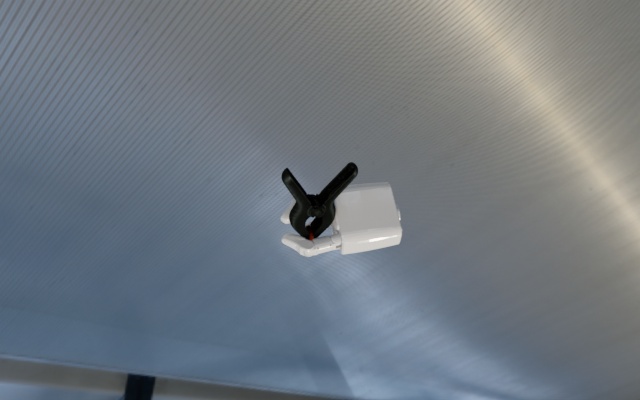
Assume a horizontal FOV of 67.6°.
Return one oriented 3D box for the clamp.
[{"bbox_3d":[0.000,0.003,0.775,0.120,0.039,0.172,-8,-39,-7],"label":"clamp"}]
